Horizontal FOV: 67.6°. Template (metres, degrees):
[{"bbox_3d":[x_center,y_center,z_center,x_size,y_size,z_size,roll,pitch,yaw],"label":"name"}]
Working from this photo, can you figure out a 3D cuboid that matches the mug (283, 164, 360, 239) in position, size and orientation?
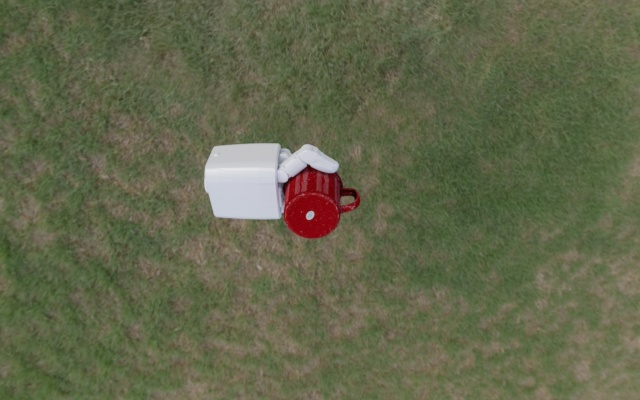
[{"bbox_3d":[0.002,0.002,0.703,0.117,0.093,0.081,-1,32,1],"label":"mug"}]
